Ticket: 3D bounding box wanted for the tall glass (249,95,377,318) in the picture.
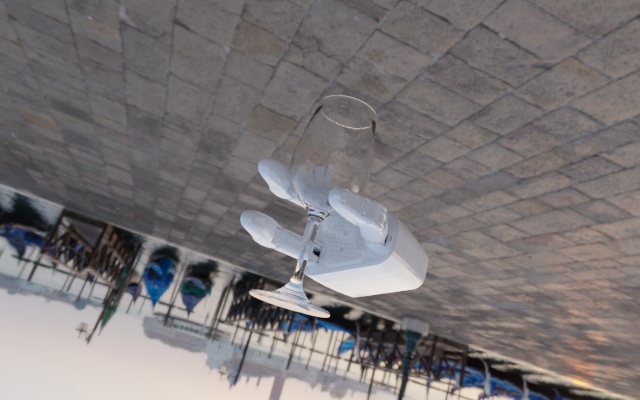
[{"bbox_3d":[0.000,0.002,0.450,0.079,0.201,0.079,15,-19,5],"label":"tall glass"}]
